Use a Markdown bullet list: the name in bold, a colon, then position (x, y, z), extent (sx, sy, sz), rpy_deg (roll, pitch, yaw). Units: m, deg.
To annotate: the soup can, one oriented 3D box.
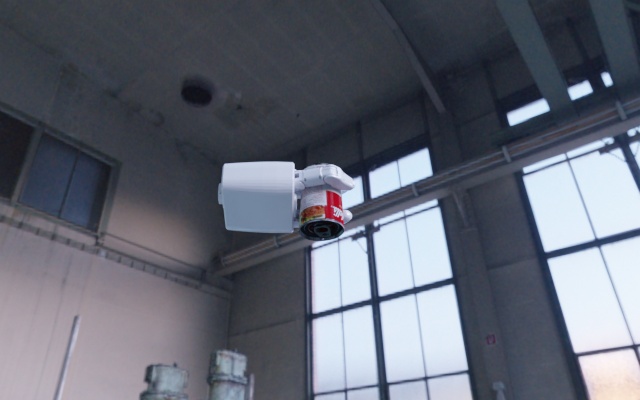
- **soup can**: position (0.001, 0.002, 0.732), extent (0.068, 0.102, 0.068), rpy_deg (-2, -31, -1)
